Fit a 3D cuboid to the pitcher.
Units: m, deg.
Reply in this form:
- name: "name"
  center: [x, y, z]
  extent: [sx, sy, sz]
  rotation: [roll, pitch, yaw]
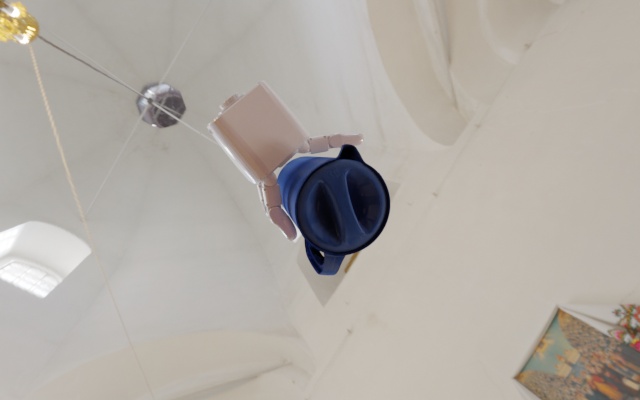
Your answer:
- name: "pitcher"
  center: [0.000, 0.002, 0.744]
  extent: [0.149, 0.145, 0.243]
  rotation: [-40, 16, -6]
